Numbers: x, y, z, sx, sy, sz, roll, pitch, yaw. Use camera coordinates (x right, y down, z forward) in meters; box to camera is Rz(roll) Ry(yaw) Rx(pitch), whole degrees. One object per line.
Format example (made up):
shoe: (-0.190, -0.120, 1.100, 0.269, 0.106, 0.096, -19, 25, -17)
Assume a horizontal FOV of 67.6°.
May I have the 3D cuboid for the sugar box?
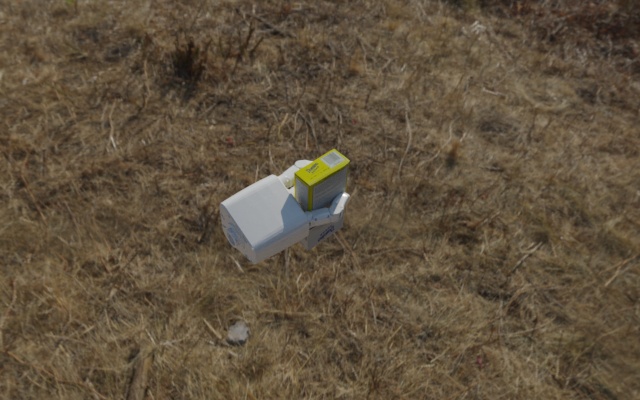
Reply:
sugar box: (0.000, 0.002, 0.841, 0.093, 0.176, 0.048, -32, 59, -28)
